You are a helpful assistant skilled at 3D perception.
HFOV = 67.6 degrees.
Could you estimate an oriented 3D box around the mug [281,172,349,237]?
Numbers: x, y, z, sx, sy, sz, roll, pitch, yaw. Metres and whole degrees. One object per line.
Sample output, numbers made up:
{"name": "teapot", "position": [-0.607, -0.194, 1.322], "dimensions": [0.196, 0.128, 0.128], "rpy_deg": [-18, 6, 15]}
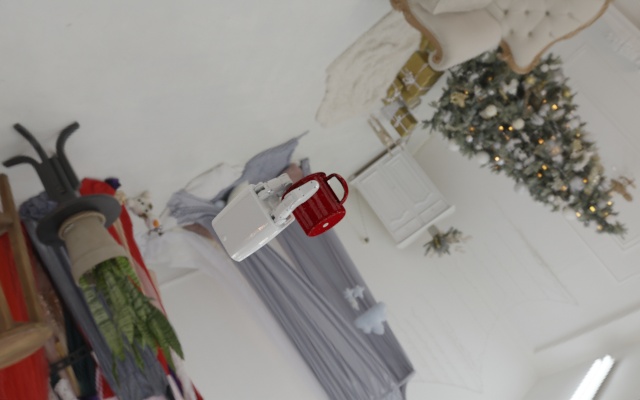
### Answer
{"name": "mug", "position": [0.001, 0.002, 0.829], "dimensions": [0.117, 0.081, 0.093], "rpy_deg": [-39, -17, 18]}
